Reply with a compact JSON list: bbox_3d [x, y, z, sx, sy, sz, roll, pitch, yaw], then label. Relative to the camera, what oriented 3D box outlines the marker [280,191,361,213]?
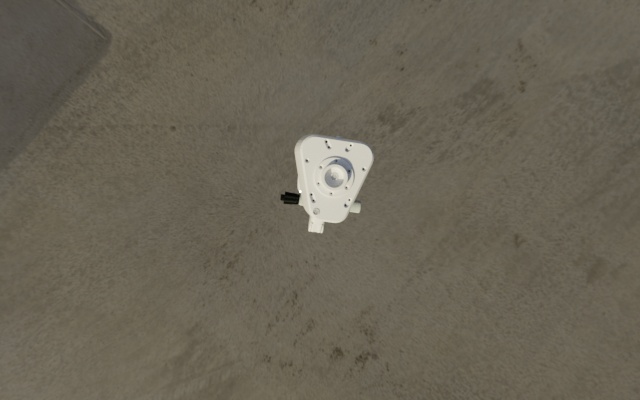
[{"bbox_3d":[0.000,0.002,0.718,0.121,0.020,0.020,7,-1,-5],"label":"marker"}]
